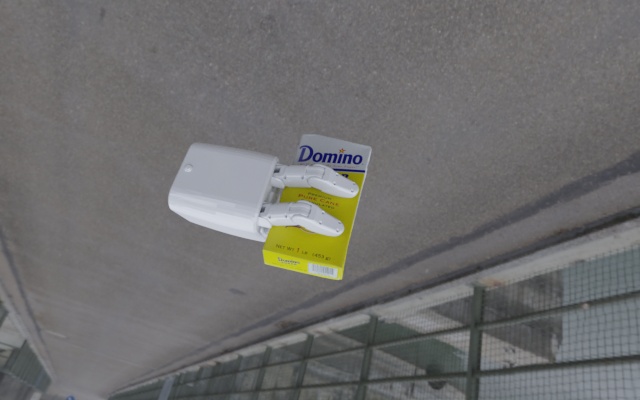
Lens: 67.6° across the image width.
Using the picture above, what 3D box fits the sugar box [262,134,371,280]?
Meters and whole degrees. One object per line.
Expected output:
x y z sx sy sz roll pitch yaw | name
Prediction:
0.000 0.002 0.579 0.093 0.176 0.048 12 -29 5 | sugar box
